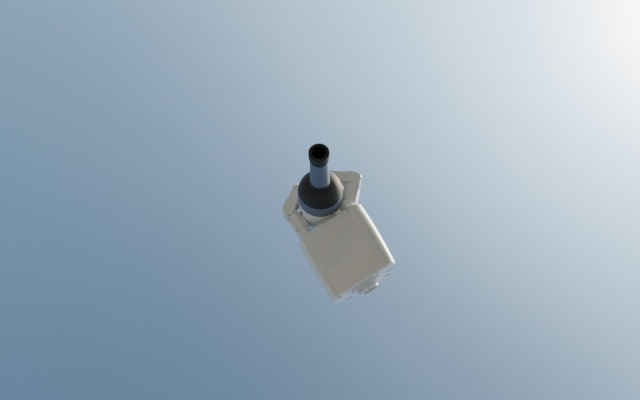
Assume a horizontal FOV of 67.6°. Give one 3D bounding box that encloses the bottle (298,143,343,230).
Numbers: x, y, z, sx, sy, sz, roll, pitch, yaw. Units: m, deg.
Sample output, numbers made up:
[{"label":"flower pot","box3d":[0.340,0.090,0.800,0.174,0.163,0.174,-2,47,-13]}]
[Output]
[{"label":"bottle","box3d":[0.000,0.002,0.736,0.069,0.069,0.296,0,-26,1]}]
